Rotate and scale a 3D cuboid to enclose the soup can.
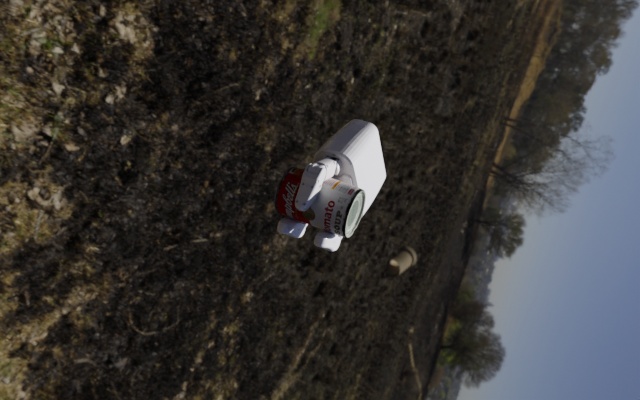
[{"bbox_3d":[0.000,0.002,0.627,0.102,0.068,0.068,19,7,19],"label":"soup can"}]
